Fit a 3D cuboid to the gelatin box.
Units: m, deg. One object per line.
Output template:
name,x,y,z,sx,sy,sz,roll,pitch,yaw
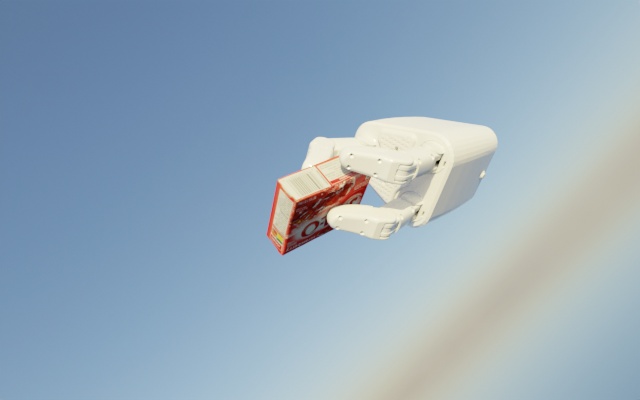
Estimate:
gelatin box,0.000,0.001,0.418,0.089,0.030,0.073,-24,-31,-32
